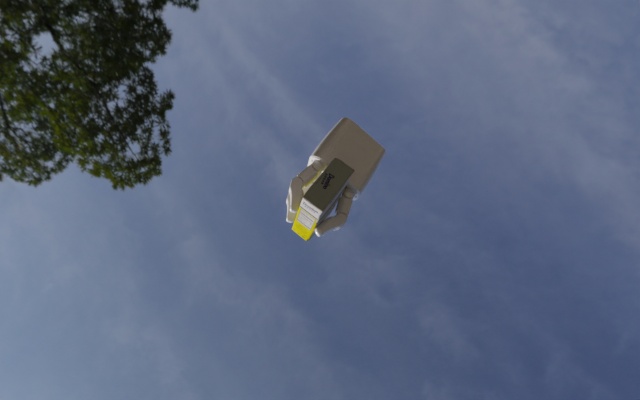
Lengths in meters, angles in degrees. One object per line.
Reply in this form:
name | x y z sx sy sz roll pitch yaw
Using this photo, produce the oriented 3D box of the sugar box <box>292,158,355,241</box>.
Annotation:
sugar box | 0.000 0.002 0.823 0.048 0.093 0.176 35 -22 7
